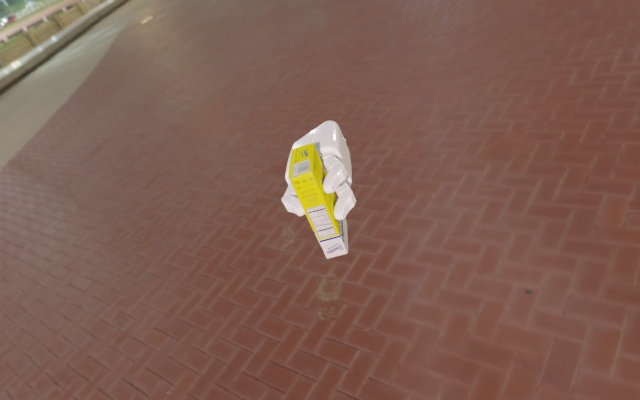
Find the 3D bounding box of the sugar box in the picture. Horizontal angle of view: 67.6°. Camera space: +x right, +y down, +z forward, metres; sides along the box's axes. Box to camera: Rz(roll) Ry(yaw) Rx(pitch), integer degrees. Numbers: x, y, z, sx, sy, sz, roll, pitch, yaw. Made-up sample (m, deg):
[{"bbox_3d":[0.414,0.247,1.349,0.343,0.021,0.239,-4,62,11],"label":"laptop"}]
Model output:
[{"bbox_3d":[0.001,0.002,0.799,0.048,0.176,0.093,-18,35,14],"label":"sugar box"}]
